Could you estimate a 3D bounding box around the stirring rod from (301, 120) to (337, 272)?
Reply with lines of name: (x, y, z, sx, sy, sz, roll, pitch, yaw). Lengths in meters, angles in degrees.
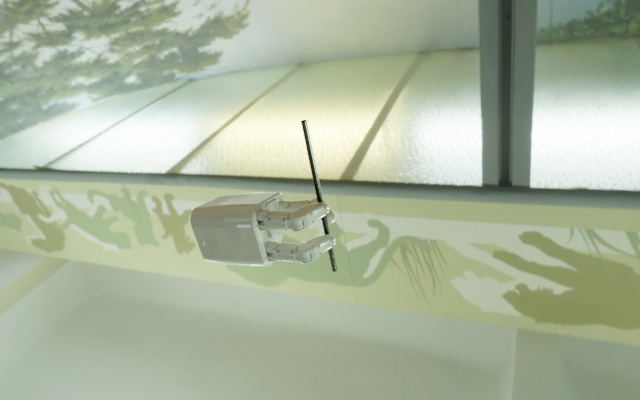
stirring rod: (0.000, 0.002, 0.664, 0.011, 0.240, 0.011, -9, 29, 5)
